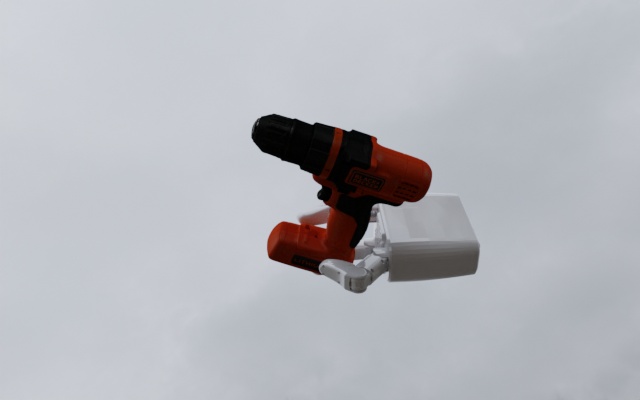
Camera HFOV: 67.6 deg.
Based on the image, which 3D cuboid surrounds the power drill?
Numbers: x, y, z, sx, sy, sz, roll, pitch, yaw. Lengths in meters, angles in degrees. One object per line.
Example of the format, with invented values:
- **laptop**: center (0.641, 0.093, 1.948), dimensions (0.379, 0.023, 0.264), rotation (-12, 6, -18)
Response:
- **power drill**: center (0.000, 0.002, 0.516), dimensions (0.184, 0.057, 0.188), rotation (18, -44, -9)
